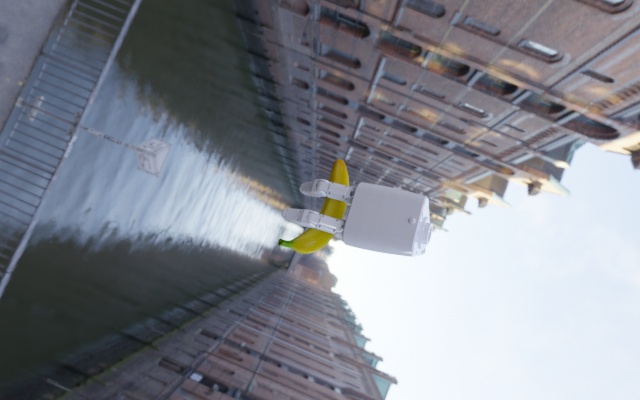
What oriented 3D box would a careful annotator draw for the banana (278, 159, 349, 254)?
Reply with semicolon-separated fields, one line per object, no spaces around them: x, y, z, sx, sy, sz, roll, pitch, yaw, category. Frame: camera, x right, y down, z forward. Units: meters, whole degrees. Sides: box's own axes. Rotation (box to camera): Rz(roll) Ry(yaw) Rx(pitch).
0.008;0.018;0.772;0.037;0.070;0.197;-5;41;42;banana
